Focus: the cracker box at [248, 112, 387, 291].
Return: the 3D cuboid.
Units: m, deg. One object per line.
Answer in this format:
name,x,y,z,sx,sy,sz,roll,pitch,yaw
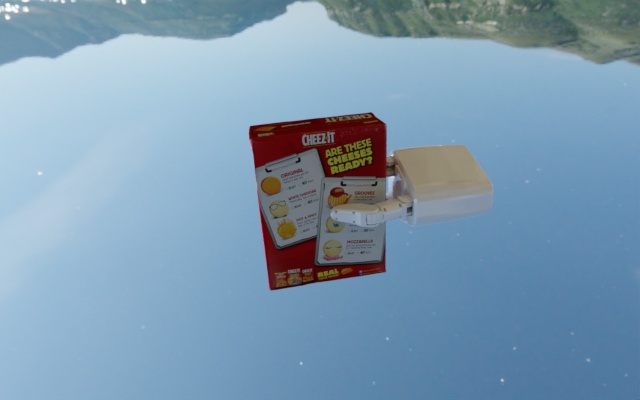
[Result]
cracker box,0.000,0.002,0.627,0.164,0.214,0.072,-8,25,-8
